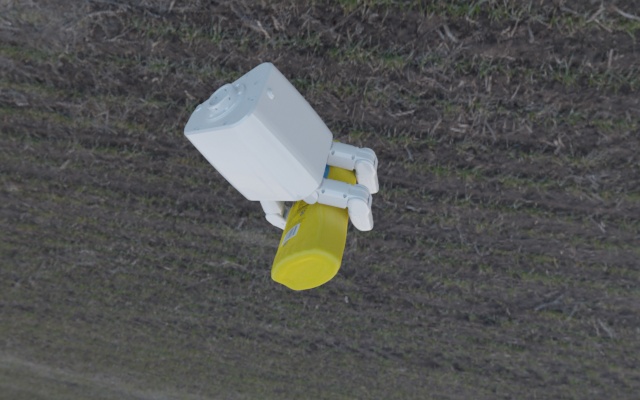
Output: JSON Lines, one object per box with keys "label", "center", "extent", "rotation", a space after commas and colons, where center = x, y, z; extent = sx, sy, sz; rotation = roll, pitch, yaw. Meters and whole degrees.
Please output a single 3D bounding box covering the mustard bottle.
{"label": "mustard bottle", "center": [0.000, 0.002, 0.549], "extent": [0.058, 0.191, 0.096], "rotation": [28, -40, -18]}
